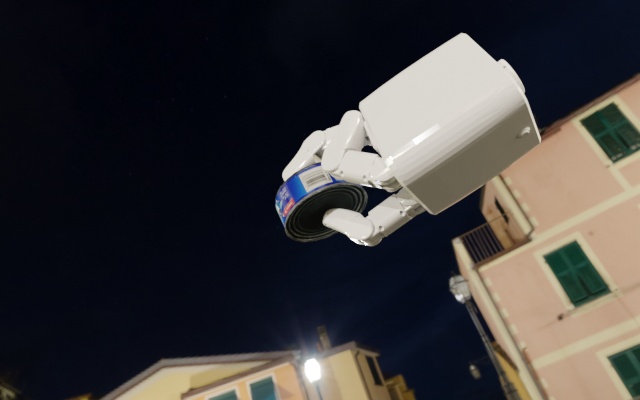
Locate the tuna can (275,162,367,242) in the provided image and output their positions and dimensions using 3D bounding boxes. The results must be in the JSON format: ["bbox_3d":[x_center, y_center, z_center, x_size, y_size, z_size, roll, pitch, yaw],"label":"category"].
[{"bbox_3d":[0.000,0.001,0.466,0.086,0.033,0.086,-19,-33,-13],"label":"tuna can"}]
